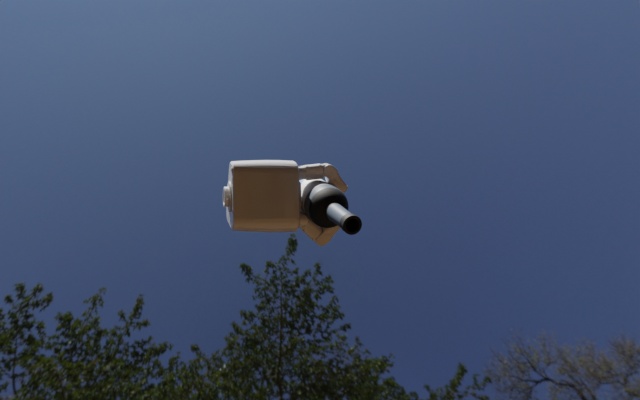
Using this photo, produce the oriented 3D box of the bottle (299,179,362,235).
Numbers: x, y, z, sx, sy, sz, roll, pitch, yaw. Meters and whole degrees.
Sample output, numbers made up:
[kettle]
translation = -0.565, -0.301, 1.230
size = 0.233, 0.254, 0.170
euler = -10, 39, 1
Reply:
[bottle]
translation = 0.000, 0.002, 0.785
size = 0.069, 0.069, 0.295
euler = 0, 12, -18
